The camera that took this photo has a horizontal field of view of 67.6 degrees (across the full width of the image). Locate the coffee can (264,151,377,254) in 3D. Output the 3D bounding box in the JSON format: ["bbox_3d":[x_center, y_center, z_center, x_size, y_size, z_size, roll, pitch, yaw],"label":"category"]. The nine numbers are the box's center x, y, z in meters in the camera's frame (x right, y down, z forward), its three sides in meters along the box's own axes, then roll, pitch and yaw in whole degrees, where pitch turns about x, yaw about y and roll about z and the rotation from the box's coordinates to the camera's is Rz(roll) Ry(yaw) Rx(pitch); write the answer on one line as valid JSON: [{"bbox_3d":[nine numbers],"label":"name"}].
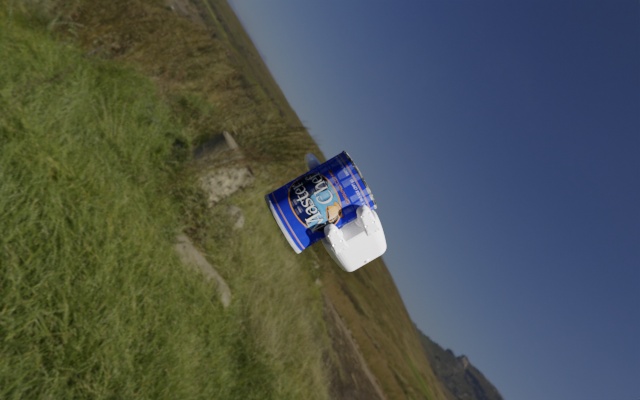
[{"bbox_3d":[0.000,0.002,0.731,0.140,0.103,0.103,-30,0,0],"label":"coffee can"}]
